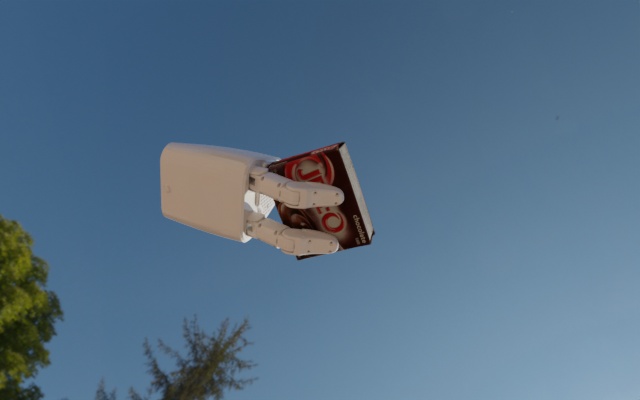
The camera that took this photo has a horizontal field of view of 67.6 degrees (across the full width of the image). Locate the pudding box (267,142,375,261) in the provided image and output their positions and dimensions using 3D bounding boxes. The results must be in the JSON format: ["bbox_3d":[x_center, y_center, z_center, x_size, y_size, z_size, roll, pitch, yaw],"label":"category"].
[{"bbox_3d":[0.000,0.002,0.523,0.090,0.113,0.039,-15,16,22],"label":"pudding box"}]
